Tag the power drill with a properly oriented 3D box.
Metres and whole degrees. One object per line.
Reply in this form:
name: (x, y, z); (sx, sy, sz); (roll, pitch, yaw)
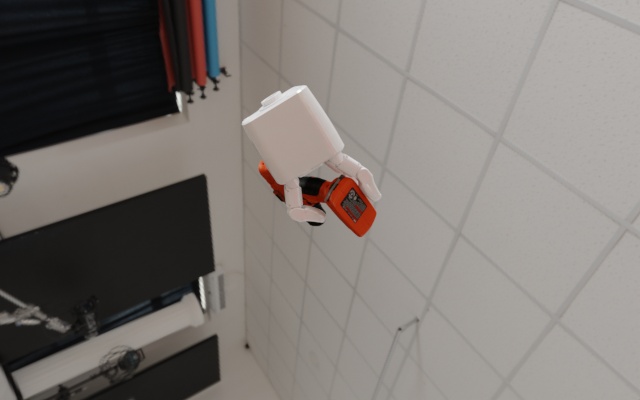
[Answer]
power drill: (0.000, 0.003, 0.800); (0.187, 0.057, 0.184); (16, -23, 45)
